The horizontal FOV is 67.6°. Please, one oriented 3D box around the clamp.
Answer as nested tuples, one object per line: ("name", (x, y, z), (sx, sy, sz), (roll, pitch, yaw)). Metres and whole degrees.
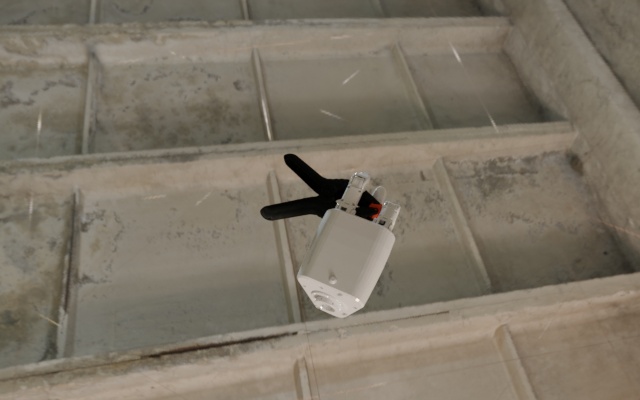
("clamp", (0.000, 0.003, 0.695), (0.171, 0.120, 0.039), (21, -28, 12))
